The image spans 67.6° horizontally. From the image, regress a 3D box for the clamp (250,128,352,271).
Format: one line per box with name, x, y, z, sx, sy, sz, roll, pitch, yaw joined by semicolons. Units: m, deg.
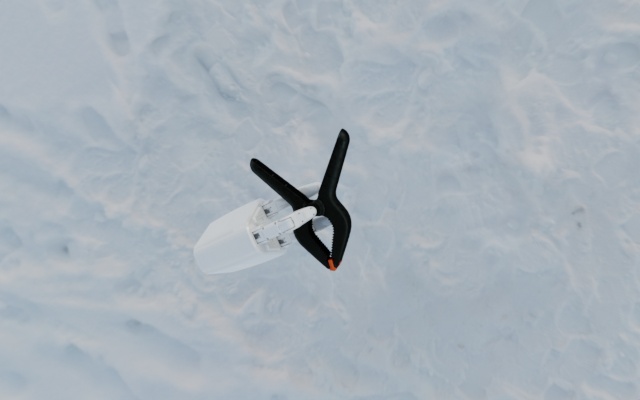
clamp;0.000;0.003;0.727;0.164;0.210;0.036;-23;3;21
